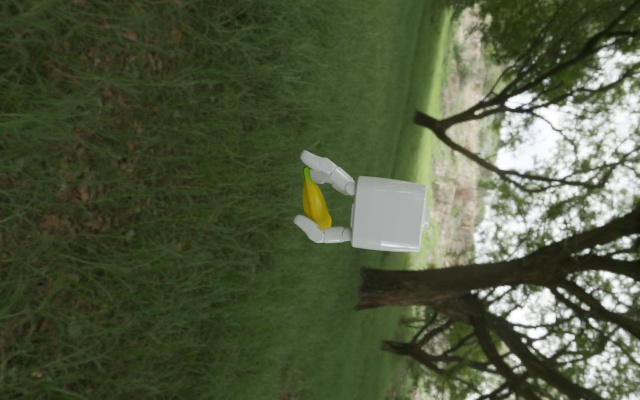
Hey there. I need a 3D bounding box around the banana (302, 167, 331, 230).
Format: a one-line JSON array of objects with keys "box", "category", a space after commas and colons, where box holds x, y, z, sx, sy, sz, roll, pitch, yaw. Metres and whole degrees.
[{"box": [-0.002, 0.018, 0.819, 0.037, 0.069, 0.198, 2, -25, 9], "category": "banana"}]
